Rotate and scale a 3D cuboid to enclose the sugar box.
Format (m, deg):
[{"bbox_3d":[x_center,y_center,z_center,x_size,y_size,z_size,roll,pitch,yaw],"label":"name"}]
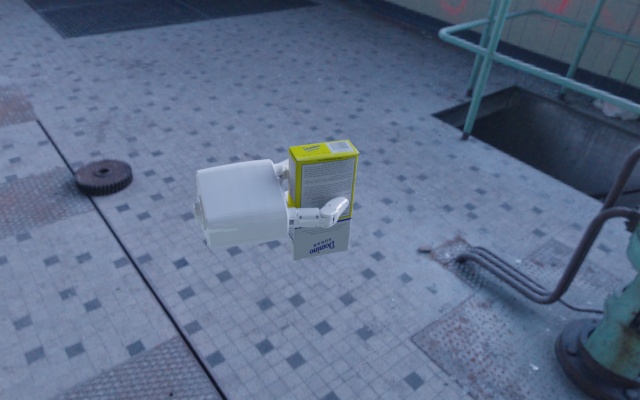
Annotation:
[{"bbox_3d":[0.000,0.002,0.701,0.093,0.176,0.048,-8,39,-18],"label":"sugar box"}]
